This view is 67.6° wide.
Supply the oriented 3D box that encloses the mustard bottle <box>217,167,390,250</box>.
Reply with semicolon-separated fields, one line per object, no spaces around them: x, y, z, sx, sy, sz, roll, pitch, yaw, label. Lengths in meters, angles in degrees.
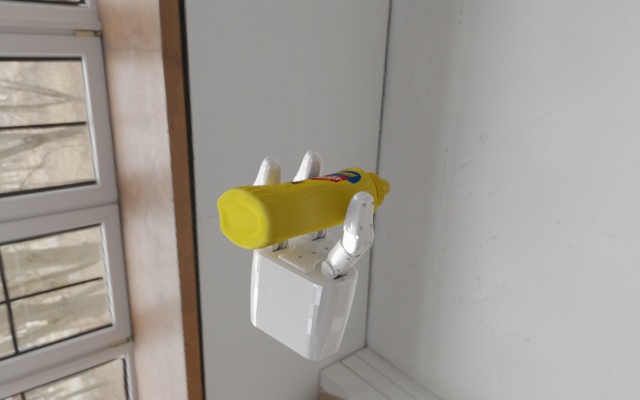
0.000;0.001;0.490;0.191;0.058;0.096;-12;8;-37;mustard bottle
